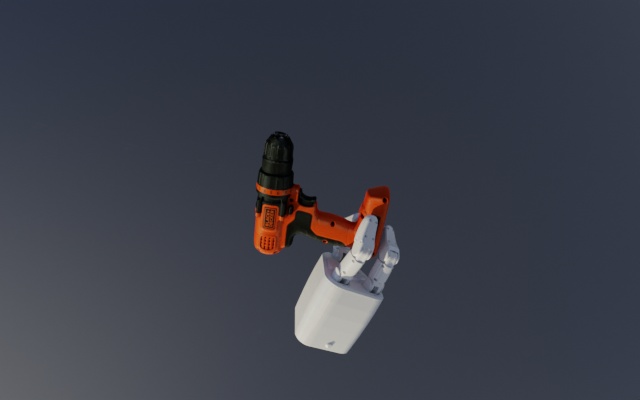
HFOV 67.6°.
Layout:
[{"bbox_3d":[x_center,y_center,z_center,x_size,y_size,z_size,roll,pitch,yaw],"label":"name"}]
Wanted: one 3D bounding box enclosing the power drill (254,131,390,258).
[{"bbox_3d":[0.001,0.003,0.681,0.187,0.184,0.057,10,26,2],"label":"power drill"}]
